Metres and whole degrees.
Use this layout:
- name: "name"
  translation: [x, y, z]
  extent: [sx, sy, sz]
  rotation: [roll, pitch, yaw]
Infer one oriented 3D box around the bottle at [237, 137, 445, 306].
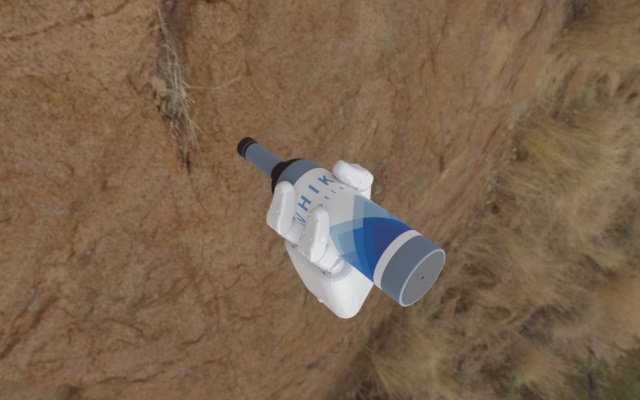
- name: "bottle"
  translation: [0.000, 0.002, 0.536]
  extent: [0.295, 0.069, 0.069]
  rotation: [37, 23, 34]
